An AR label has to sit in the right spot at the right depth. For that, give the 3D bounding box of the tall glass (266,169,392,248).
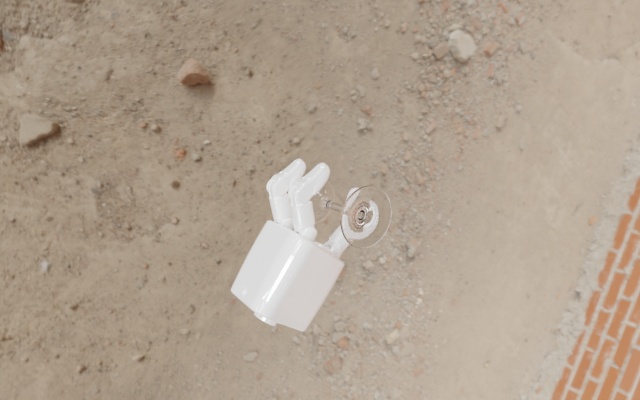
[{"bbox_3d":[0.001,0.002,0.633,0.079,0.079,0.201,0,10,-33],"label":"tall glass"}]
